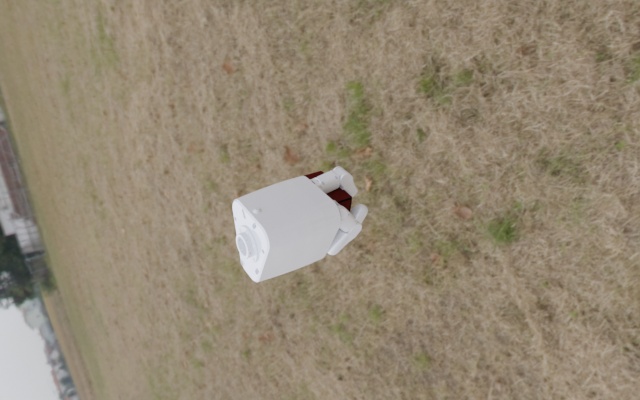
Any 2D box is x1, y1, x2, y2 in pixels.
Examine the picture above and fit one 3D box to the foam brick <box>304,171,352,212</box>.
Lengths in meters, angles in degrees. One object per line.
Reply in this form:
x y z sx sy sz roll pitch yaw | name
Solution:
0.000 0.002 0.683 0.051 0.053 0.078 -19 43 -31 | foam brick
